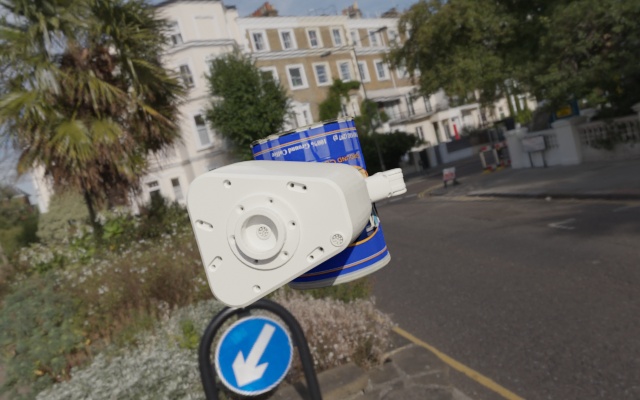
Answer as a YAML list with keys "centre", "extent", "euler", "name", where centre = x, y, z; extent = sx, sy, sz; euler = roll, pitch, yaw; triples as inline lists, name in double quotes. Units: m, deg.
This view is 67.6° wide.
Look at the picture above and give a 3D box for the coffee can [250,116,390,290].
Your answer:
- centre: [0.000, 0.002, 0.459]
  extent: [0.103, 0.140, 0.103]
  euler: [-15, 4, 1]
  name: "coffee can"
